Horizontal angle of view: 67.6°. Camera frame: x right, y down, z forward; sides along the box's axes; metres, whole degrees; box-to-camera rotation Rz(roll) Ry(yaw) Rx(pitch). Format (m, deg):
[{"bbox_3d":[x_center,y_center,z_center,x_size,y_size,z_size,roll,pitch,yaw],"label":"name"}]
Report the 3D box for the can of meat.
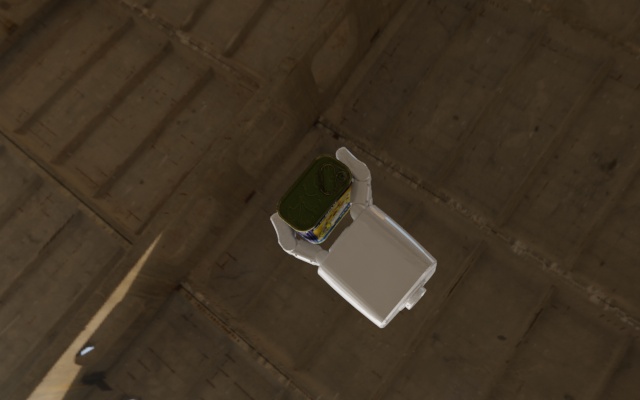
[{"bbox_3d":[0.000,0.002,0.623,0.057,0.102,0.084,37,-7,20],"label":"can of meat"}]
